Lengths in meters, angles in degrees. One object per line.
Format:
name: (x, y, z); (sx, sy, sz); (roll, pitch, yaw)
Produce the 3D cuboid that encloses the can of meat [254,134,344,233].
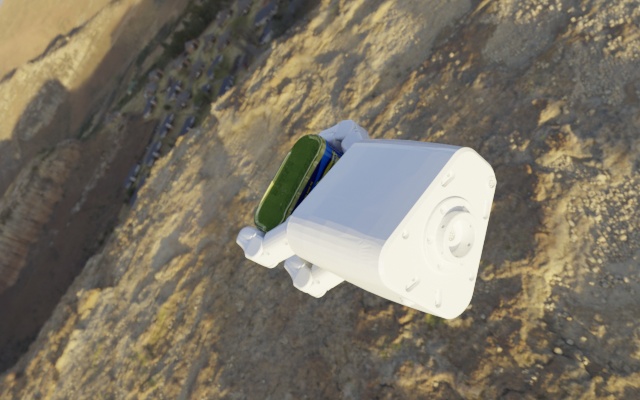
can of meat: (0.000, 0.001, 0.436); (0.084, 0.102, 0.057); (32, -7, -33)
